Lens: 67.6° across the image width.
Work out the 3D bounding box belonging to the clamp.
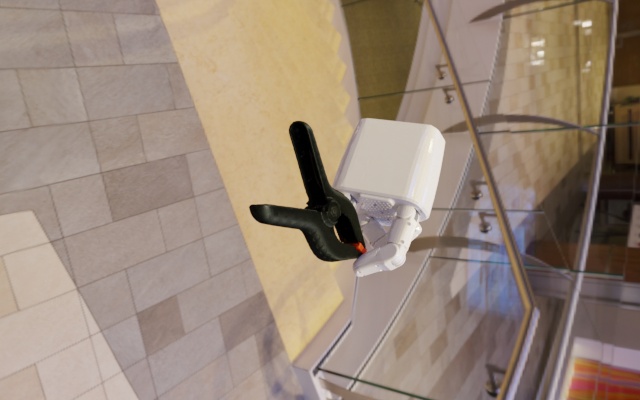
[{"bbox_3d":[0.001,0.002,0.506,0.039,0.120,0.171,3,-28,38],"label":"clamp"}]
